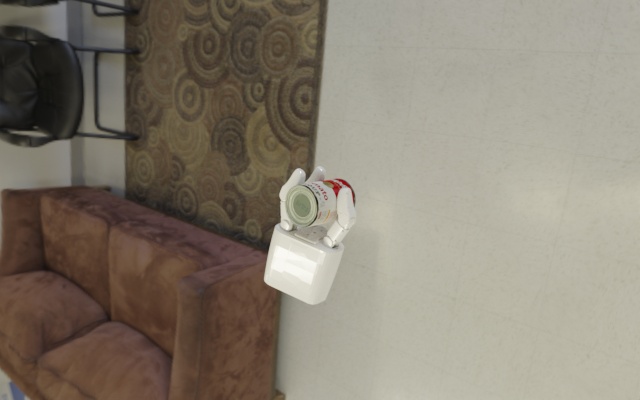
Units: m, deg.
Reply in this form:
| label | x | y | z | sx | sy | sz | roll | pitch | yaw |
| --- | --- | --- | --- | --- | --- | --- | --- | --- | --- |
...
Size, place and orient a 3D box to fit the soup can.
| label | x | y | z | sx | sy | sz | roll | pitch | yaw |
| --- | --- | --- | --- | --- | --- | --- | --- | --- | --- |
| soup can | 0.000 | 0.002 | 0.763 | 0.068 | 0.068 | 0.102 | 0 | 7 | 38 |
